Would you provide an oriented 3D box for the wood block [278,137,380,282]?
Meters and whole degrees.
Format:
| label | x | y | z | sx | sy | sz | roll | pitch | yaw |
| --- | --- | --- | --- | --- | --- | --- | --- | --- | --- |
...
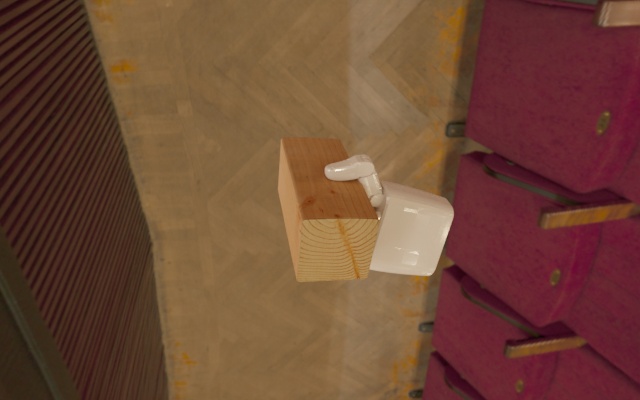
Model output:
| label | x | y | z | sx | sy | sz | roll | pitch | yaw |
| --- | --- | --- | --- | --- | --- | --- | --- | --- | --- |
| wood block | 0.001 | 0.002 | 0.627 | 0.090 | 0.091 | 0.206 | 0 | 33 | -13 |
